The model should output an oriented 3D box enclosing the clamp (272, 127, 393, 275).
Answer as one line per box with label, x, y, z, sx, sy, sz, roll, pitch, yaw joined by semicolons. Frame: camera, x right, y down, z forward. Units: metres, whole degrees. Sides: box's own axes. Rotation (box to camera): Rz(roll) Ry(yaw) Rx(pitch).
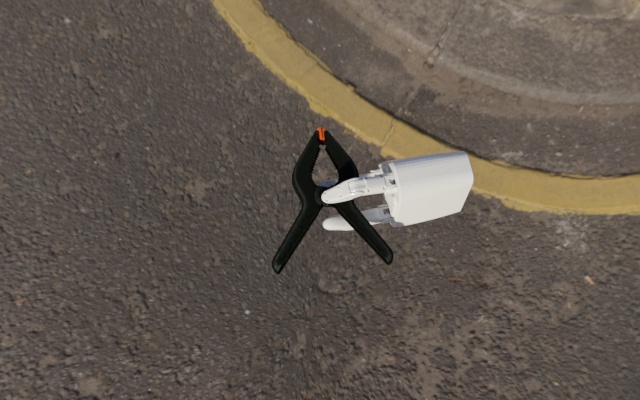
clamp;0.000;0.001;0.668;0.164;0.210;0.036;-11;-13;-4
